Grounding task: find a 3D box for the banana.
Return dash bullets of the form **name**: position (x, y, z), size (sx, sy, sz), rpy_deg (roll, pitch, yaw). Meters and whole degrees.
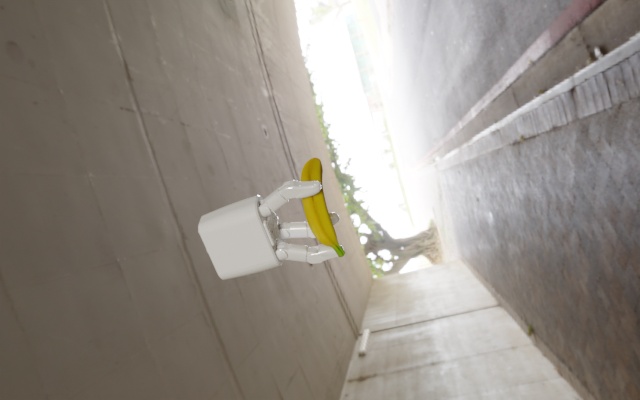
- **banana**: position (-0.006, -0.003, 0.772), size (0.037, 0.197, 0.070), rpy_deg (-21, -34, 13)
